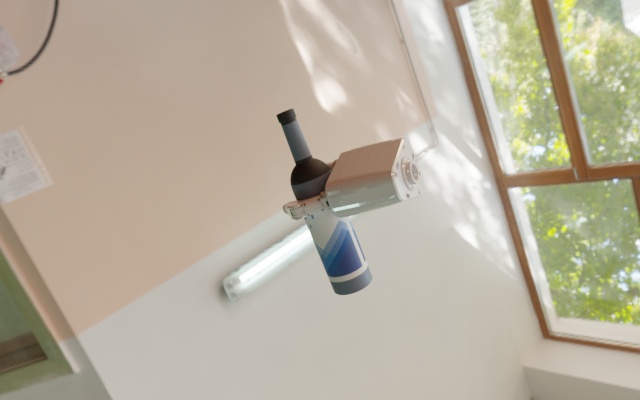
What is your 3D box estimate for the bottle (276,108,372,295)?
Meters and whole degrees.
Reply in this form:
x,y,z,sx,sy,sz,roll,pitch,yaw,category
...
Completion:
x,y,z,sx,sy,sz,roll,pitch,yaw,category
0.000,0.003,0.736,0.069,0.296,0.069,-20,14,5,bottle
